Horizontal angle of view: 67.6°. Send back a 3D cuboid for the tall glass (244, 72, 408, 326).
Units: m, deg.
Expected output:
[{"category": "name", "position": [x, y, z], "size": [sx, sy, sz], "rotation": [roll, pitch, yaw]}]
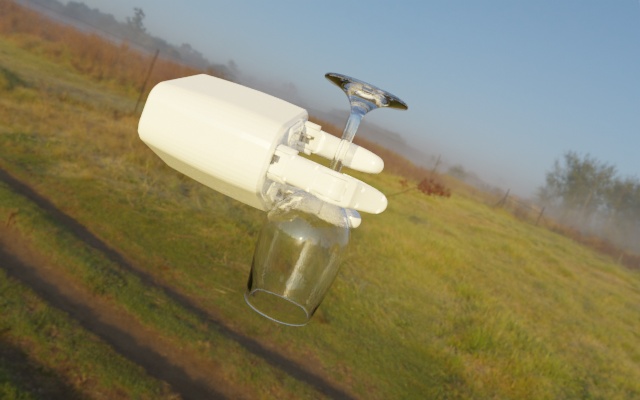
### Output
[{"category": "tall glass", "position": [0.000, 0.001, 0.403], "size": [0.079, 0.201, 0.079], "rotation": [22, 6, -2]}]
